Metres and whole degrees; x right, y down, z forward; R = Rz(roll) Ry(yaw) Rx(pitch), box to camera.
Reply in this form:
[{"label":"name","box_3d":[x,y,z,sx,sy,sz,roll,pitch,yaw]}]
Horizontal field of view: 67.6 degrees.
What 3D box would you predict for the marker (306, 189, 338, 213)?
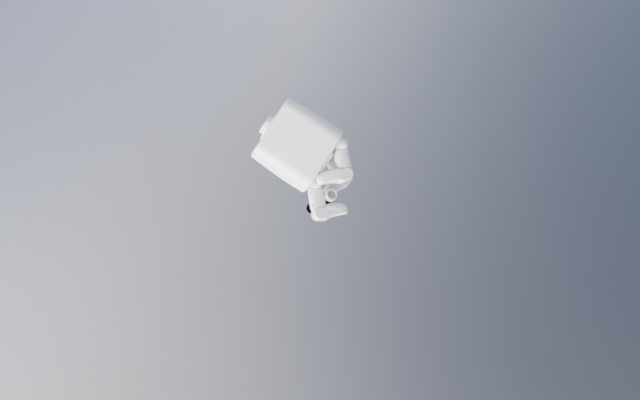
[{"label":"marker","box_3d":[0.000,0.003,0.814,0.020,0.020,0.121,0,-12,-18]}]
